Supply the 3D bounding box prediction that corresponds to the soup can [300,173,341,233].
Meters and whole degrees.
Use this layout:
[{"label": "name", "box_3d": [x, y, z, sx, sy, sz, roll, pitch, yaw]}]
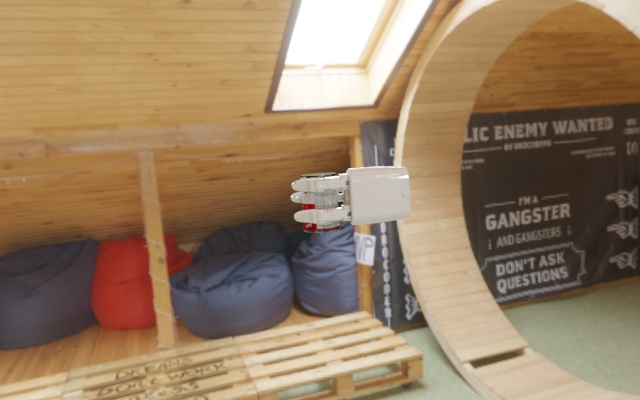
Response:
[{"label": "soup can", "box_3d": [0.000, 0.003, 0.866, 0.068, 0.102, 0.068, -4, 6, 0]}]
